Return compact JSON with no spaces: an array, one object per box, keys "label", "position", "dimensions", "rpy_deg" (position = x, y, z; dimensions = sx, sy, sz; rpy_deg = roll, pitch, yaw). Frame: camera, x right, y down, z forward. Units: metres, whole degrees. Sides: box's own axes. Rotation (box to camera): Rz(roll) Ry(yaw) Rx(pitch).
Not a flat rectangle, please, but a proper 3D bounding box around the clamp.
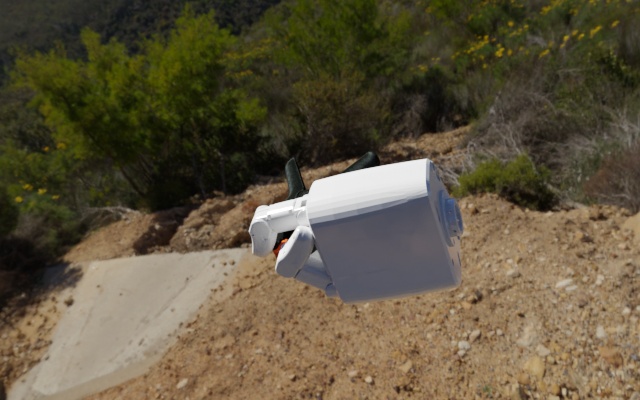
[{"label":"clamp","position":[0.000,0.001,0.519],"dimensions":[0.120,0.039,0.171],"rpy_deg":[-13,39,24]}]
